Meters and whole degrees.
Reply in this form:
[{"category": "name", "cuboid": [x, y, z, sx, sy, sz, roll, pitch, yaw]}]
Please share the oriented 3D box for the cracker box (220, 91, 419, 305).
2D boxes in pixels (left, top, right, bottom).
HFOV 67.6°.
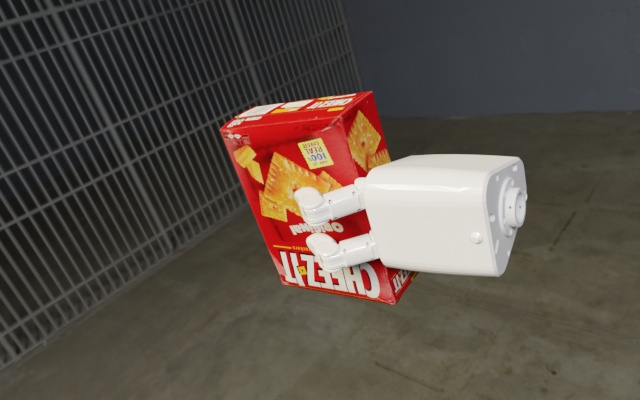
[{"category": "cracker box", "cuboid": [0.000, 0.001, 0.517, 0.164, 0.214, 0.072, 2, 32, 38]}]
